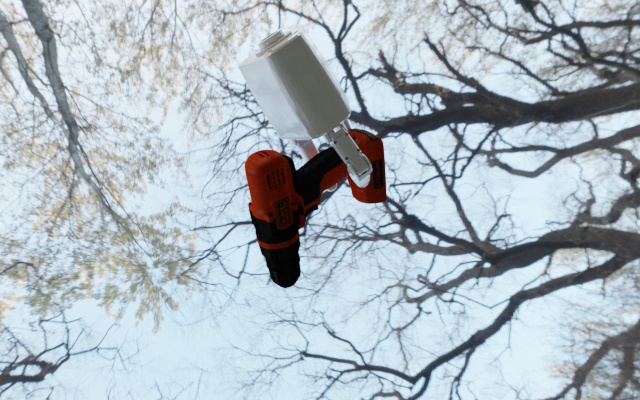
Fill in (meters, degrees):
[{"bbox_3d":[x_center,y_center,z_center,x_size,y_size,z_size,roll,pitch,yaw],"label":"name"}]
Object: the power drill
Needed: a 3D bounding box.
[{"bbox_3d":[0.000,0.002,0.598,0.187,0.184,0.057,-28,37,-31],"label":"power drill"}]
